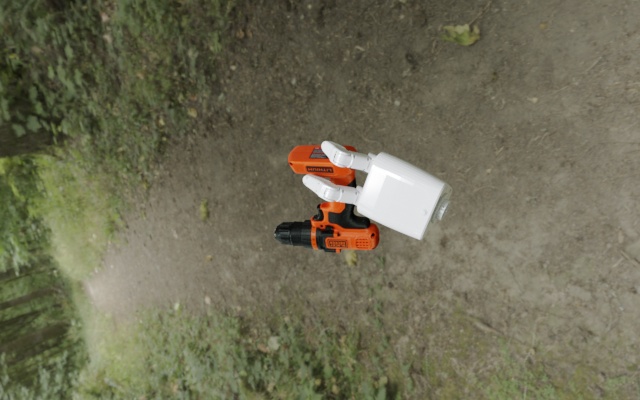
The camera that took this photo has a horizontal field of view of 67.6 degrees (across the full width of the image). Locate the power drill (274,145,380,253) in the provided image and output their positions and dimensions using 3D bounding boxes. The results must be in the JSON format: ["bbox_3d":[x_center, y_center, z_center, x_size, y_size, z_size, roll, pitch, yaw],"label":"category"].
[{"bbox_3d":[0.000,0.002,0.781,0.184,0.188,0.057,0,36,14],"label":"power drill"}]
